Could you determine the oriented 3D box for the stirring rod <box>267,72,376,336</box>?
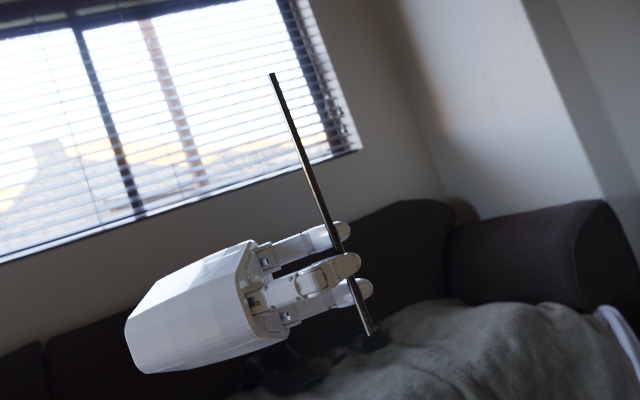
[{"bbox_3d":[0.000,0.001,0.412,0.011,0.239,0.011,-21,-3,-1],"label":"stirring rod"}]
